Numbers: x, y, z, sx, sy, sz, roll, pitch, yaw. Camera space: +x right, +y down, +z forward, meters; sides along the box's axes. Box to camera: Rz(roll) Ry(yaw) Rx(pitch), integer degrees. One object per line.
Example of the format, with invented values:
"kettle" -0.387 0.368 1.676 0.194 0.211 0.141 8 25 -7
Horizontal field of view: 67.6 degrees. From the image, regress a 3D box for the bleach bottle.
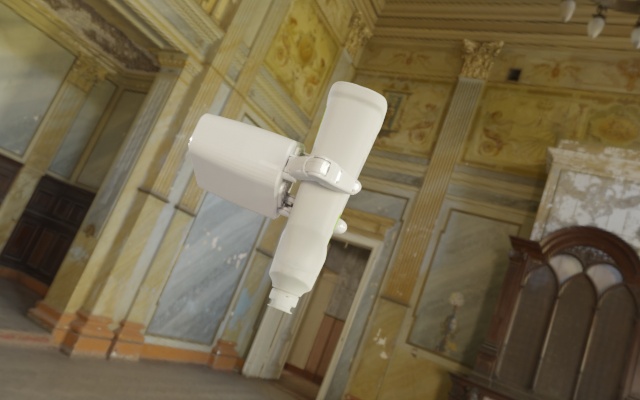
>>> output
"bleach bottle" 0.000 0.002 0.534 0.068 0.250 0.102 20 -12 5
